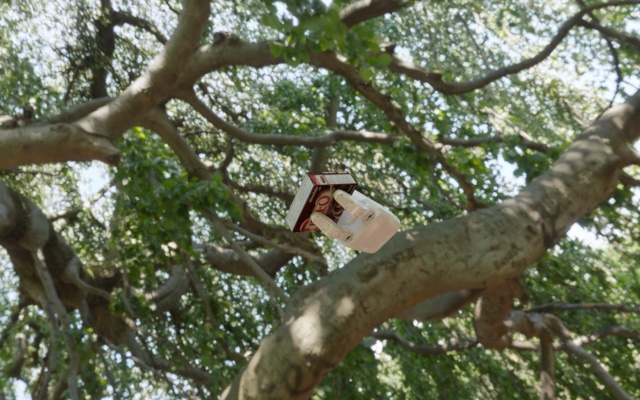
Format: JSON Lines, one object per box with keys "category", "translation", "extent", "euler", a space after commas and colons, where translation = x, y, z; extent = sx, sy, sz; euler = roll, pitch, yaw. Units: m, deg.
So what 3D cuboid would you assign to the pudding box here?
{"category": "pudding box", "translation": [0.000, 0.003, 0.811], "extent": [0.090, 0.114, 0.039], "euler": [-5, 44, -35]}
